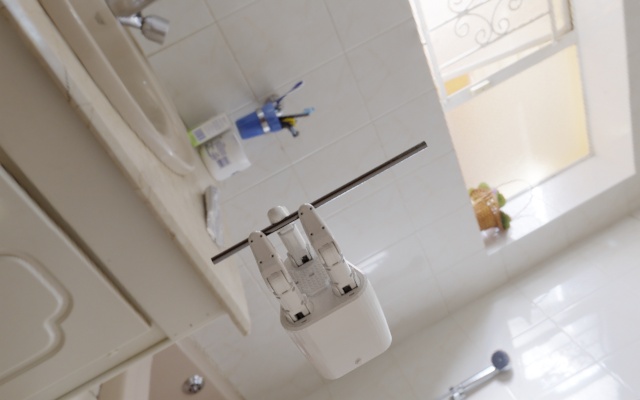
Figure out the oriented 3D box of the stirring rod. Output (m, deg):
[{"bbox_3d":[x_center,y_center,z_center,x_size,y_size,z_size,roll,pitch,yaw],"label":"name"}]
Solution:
[{"bbox_3d":[0.000,0.002,0.472,0.239,0.011,0.011,-29,2,-3],"label":"stirring rod"}]
